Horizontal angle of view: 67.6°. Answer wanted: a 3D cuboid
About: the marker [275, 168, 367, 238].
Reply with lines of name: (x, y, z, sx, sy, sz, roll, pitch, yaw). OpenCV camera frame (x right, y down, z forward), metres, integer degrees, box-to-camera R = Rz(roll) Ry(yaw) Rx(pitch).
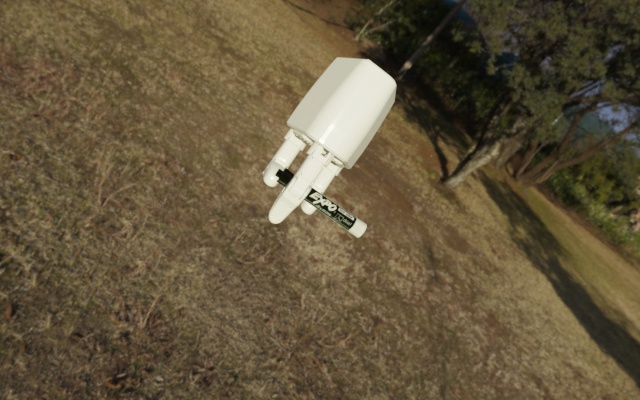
marker: (0.000, 0.002, 0.546, 0.121, 0.020, 0.020, 35, -7, -11)
